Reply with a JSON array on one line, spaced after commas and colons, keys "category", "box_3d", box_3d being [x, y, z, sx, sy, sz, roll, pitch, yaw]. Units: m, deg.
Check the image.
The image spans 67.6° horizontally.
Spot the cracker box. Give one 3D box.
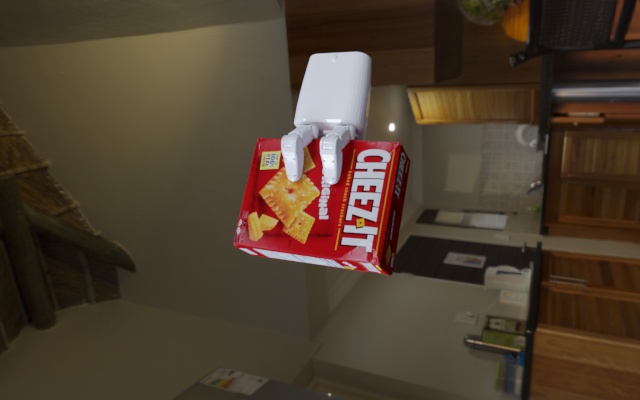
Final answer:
[{"category": "cracker box", "box_3d": [0.000, 0.002, 0.650, 0.213, 0.164, 0.072, 5, -16, 24]}]
